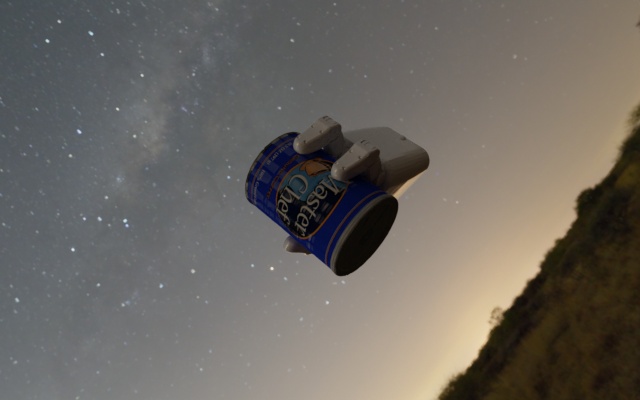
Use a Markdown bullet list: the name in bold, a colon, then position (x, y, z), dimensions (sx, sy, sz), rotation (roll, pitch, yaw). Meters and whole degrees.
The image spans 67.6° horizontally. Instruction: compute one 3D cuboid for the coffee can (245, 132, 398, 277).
- **coffee can**: position (0.000, 0.002, 0.532), dimensions (0.140, 0.103, 0.103), rotation (37, 18, 26)
